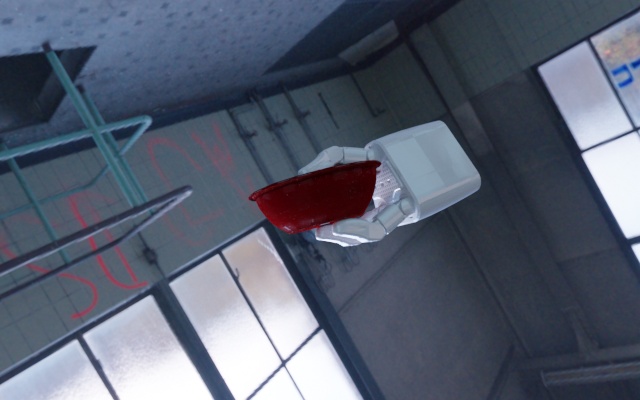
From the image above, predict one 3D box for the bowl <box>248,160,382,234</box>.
[{"bbox_3d":[-0.001,0.003,0.562,0.162,0.055,0.162,-14,-5,-1],"label":"bowl"}]
